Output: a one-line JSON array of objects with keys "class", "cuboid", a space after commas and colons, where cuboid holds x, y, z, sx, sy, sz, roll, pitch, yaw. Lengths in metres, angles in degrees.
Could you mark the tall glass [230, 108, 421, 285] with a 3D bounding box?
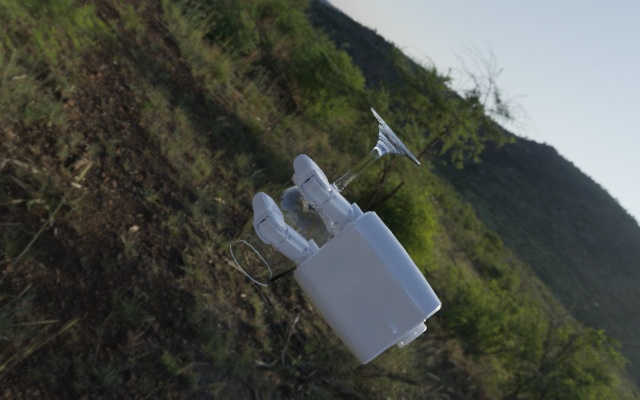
[{"class": "tall glass", "cuboid": [0.001, 0.001, 0.485, 0.201, 0.079, 0.079, -41, -10, 12]}]
